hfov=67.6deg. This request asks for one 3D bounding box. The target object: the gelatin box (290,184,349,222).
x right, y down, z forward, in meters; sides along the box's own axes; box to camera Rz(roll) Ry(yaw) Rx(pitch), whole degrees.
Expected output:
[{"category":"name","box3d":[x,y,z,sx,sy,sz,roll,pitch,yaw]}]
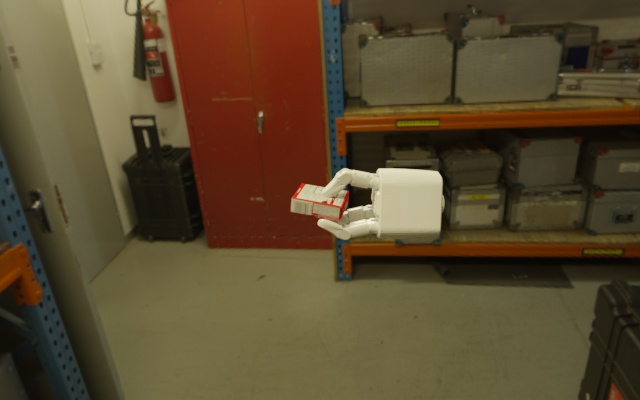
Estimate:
[{"category":"gelatin box","box3d":[0.000,0.002,0.824,0.089,0.030,0.073,11,24,8]}]
